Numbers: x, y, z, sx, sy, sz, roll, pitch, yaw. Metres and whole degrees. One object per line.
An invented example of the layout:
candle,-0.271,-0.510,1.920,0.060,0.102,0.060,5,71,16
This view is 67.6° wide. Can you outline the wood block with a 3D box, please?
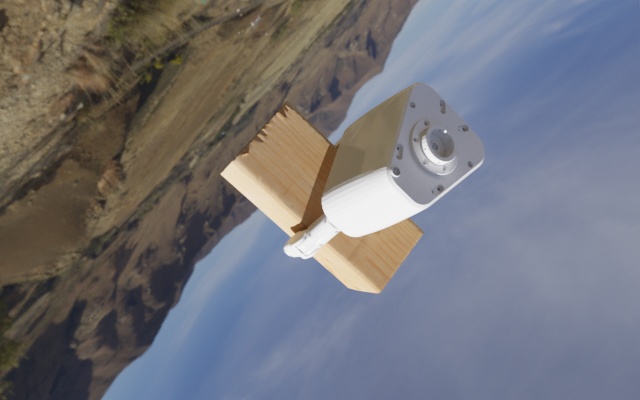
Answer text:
wood block,0.000,0.002,0.535,0.206,0.091,0.090,43,-17,-11
